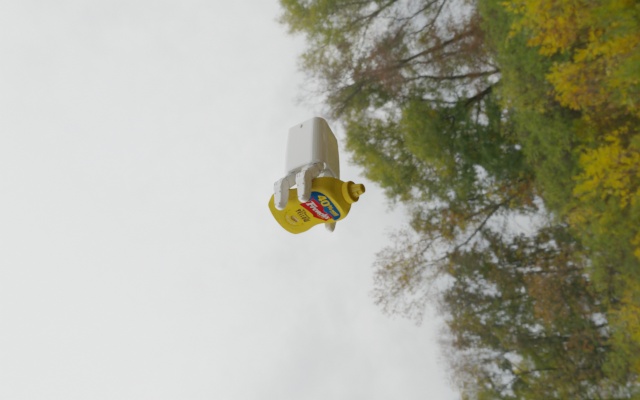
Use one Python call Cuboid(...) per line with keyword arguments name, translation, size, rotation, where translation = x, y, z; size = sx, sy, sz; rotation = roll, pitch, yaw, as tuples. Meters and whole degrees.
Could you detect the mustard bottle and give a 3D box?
Cuboid(name="mustard bottle", translation=(0.000, 0.003, 0.898), size=(0.191, 0.096, 0.058), rotation=(-19, 33, 33))
